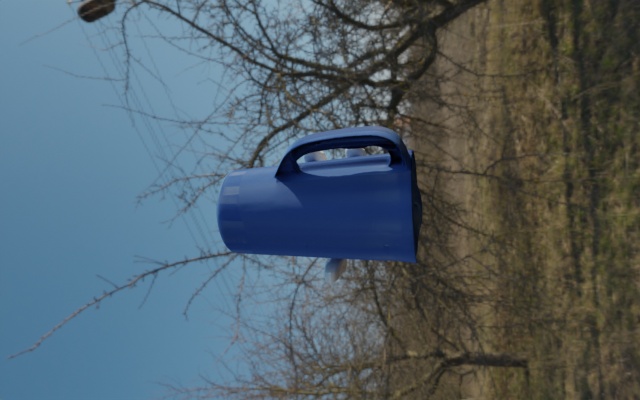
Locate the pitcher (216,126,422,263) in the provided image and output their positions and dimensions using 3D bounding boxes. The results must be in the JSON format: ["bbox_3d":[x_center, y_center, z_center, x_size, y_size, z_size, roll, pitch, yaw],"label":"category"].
[{"bbox_3d":[0.000,0.002,0.585,0.243,0.149,0.145,-2,-7,14],"label":"pitcher"}]
